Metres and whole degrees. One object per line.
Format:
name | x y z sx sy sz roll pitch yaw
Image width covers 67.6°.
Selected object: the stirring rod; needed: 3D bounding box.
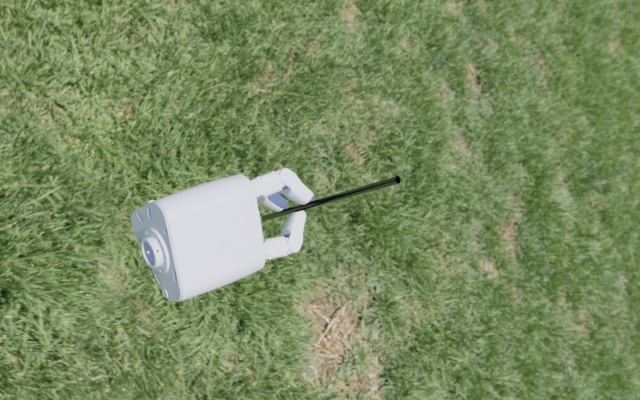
stirring rod | 0.000 0.002 0.562 0.011 0.011 0.239 0 -11 -40
